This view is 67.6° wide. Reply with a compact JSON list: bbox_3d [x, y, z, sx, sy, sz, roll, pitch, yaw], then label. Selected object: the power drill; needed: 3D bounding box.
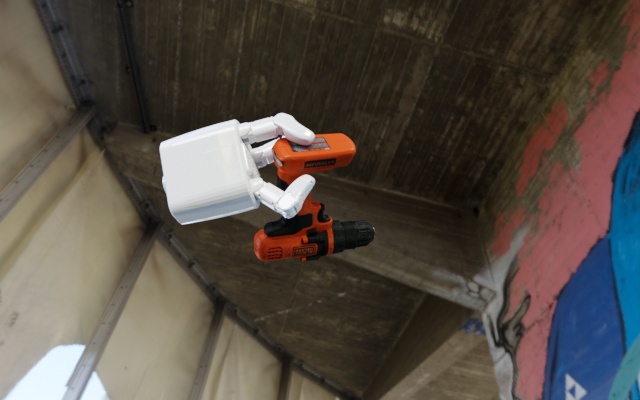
[{"bbox_3d":[0.000,0.002,0.668,0.184,0.188,0.057,-7,35,-18],"label":"power drill"}]
